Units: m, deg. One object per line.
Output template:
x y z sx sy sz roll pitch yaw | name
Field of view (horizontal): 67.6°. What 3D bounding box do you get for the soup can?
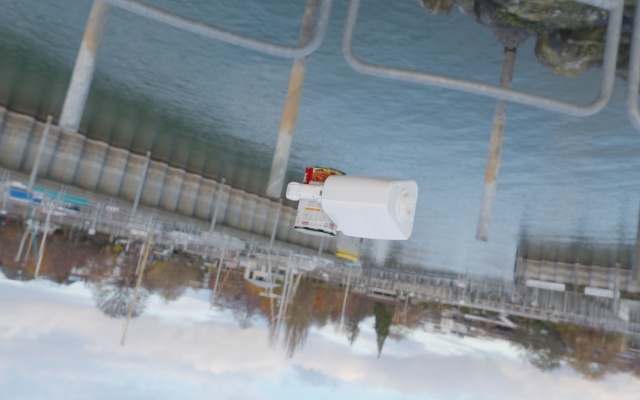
0.000 0.003 0.764 0.068 0.102 0.068 10 -9 2 | soup can
